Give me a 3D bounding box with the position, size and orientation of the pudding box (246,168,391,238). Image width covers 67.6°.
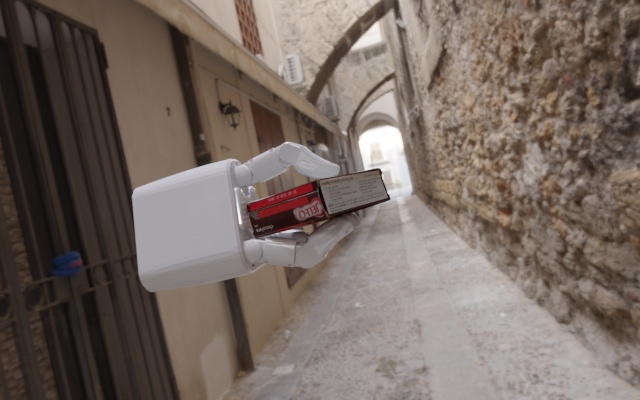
[{"bbox_3d":[0.000,0.001,0.457,0.090,0.039,0.113,-16,0,37],"label":"pudding box"}]
